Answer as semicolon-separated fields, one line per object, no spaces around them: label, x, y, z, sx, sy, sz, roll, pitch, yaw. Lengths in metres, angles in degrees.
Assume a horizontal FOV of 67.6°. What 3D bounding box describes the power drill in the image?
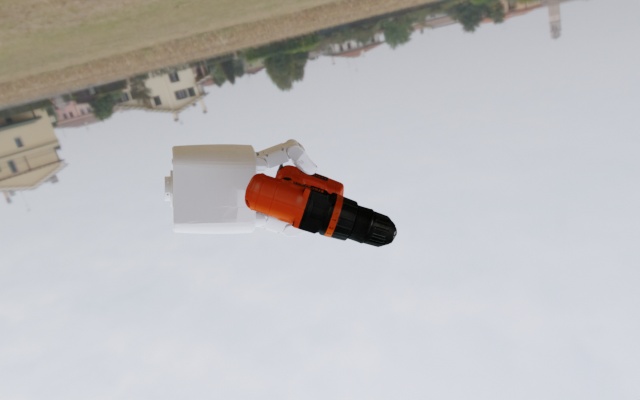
power drill;0.000;0.002;0.630;0.184;0.057;0.187;19;7;-5
